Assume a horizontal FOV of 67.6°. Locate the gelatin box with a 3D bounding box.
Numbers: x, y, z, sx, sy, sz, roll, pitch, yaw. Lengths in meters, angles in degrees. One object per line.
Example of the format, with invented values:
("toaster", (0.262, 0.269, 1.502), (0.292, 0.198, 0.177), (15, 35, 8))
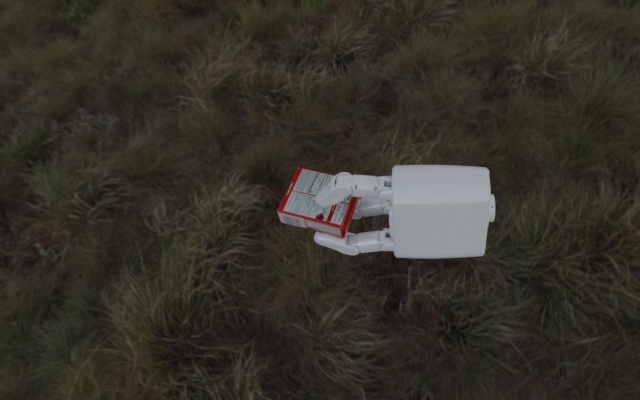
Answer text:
("gelatin box", (0.000, 0.002, 0.604), (0.089, 0.073, 0.030), (13, -31, 16))
